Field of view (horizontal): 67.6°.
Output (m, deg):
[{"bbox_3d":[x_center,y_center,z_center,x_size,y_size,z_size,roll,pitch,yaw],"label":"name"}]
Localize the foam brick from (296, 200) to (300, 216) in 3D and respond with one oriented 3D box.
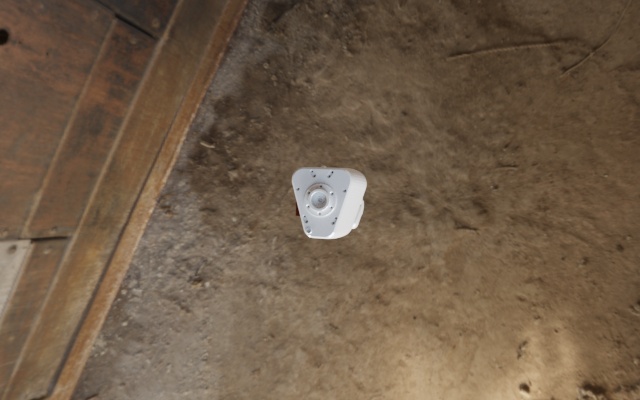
[{"bbox_3d":[0.000,0.003,0.831,0.078,0.053,0.051,2,1,15],"label":"foam brick"}]
